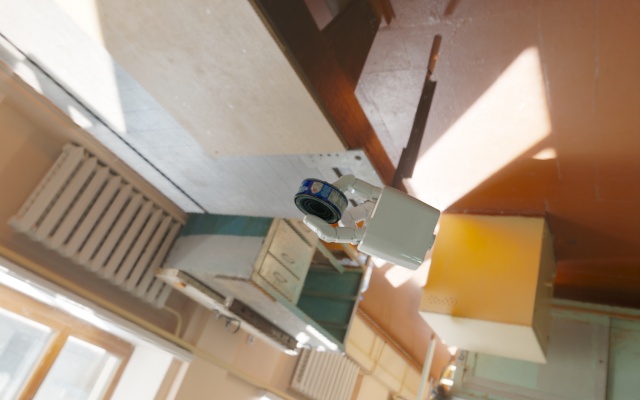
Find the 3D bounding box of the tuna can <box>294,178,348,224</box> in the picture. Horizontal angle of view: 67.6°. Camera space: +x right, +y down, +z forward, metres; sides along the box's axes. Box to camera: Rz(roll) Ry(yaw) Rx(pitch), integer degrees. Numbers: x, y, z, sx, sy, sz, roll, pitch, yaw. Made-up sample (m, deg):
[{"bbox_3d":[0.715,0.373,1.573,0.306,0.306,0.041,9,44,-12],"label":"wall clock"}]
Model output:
[{"bbox_3d":[0.000,0.003,0.785,0.086,0.033,0.086,22,-26,11],"label":"tuna can"}]
